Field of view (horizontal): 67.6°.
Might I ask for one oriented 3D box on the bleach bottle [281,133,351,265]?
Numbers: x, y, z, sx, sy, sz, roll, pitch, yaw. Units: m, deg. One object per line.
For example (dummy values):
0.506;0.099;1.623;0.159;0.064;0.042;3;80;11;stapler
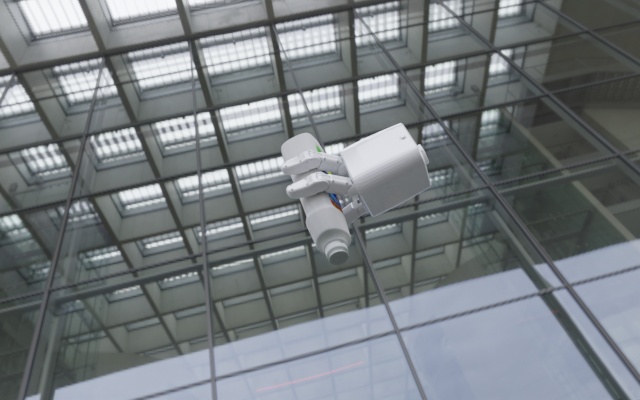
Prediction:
0.000;0.002;0.741;0.068;0.250;0.103;-26;-47;7;bleach bottle
